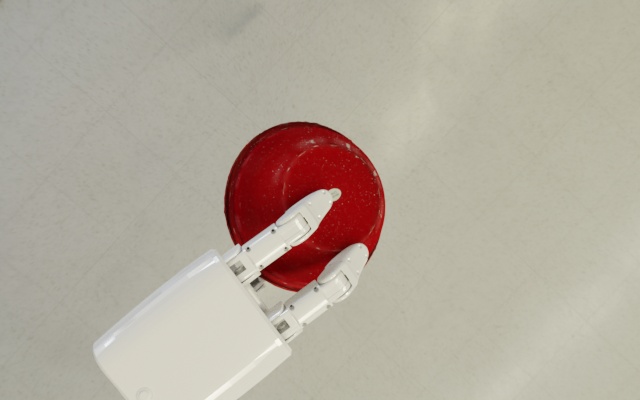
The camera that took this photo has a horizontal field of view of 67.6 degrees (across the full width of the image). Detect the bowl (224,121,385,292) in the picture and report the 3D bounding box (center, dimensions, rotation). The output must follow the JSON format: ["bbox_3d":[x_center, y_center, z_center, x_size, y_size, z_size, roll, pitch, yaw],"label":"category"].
[{"bbox_3d":[0.001,0.000,0.424,0.162,0.162,0.055,0,-8,-25],"label":"bowl"}]
